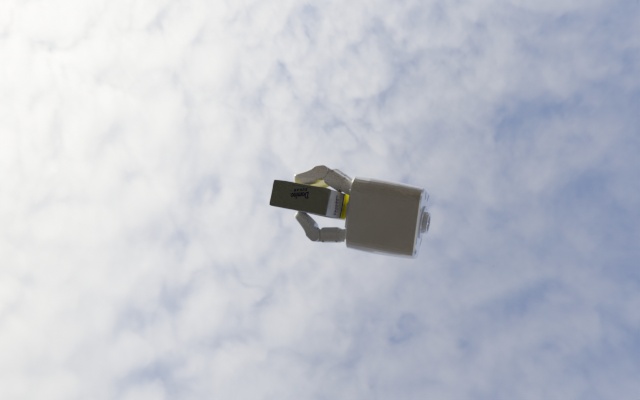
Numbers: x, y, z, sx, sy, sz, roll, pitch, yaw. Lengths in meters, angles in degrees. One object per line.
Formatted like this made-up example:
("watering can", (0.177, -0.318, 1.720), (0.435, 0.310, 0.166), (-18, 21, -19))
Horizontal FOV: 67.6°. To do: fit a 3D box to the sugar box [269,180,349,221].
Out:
("sugar box", (0.000, 0.002, 0.757), (0.093, 0.048, 0.176), (10, -4, 21))
